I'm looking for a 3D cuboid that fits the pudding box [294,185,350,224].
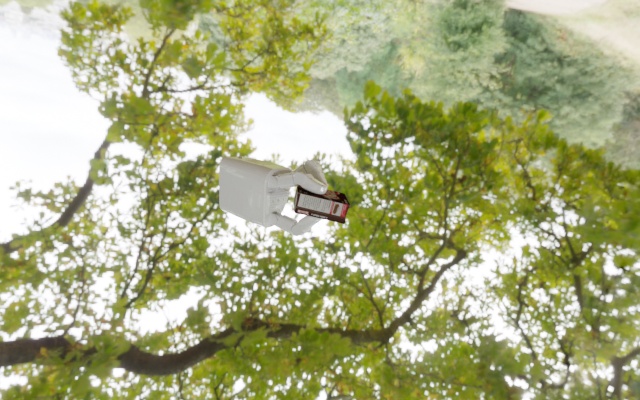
[{"bbox_3d":[0.000,0.003,0.825,0.090,0.039,0.113,12,12,-5],"label":"pudding box"}]
